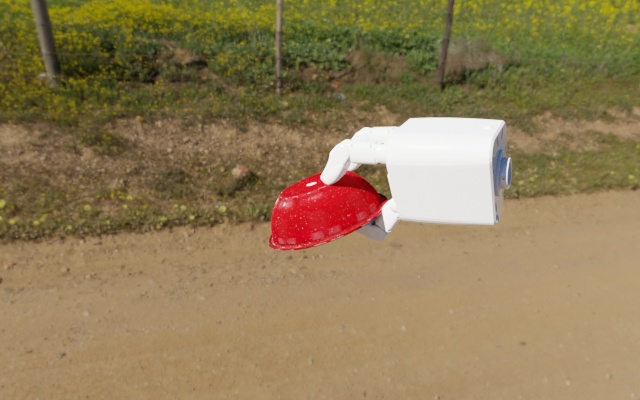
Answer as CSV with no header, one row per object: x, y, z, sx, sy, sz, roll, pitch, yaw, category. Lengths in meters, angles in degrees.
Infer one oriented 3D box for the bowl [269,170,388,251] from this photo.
-0.001,0.002,0.605,0.162,0.055,0.162,-20,14,5,bowl
